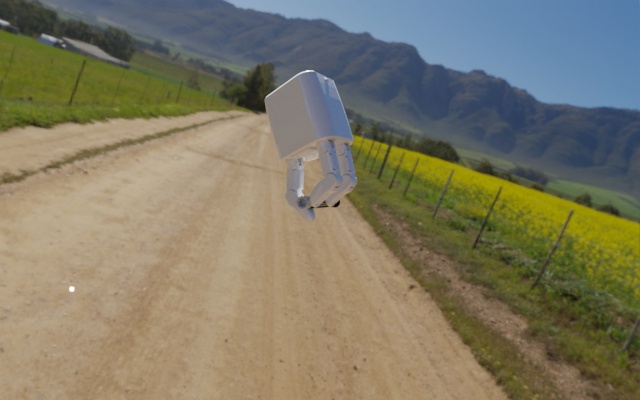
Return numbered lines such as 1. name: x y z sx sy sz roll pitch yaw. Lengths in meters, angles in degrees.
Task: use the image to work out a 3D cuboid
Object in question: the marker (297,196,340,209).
1. marker: 0.000 0.002 0.742 0.020 0.020 0.121 0 1 26
